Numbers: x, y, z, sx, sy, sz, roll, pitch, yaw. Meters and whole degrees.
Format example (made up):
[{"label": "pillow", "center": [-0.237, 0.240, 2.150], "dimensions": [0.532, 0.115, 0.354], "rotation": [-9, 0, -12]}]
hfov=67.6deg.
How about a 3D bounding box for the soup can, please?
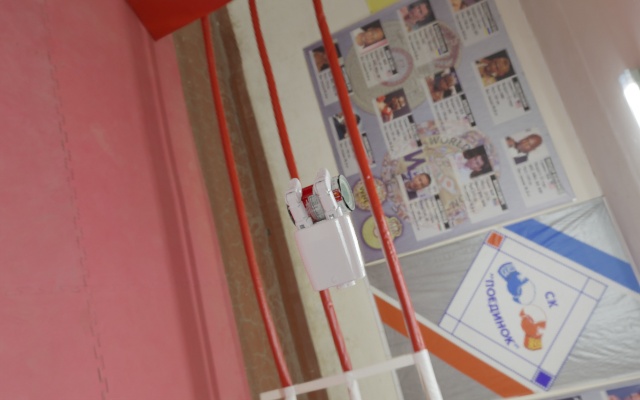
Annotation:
[{"label": "soup can", "center": [0.000, 0.002, 0.829], "dimensions": [0.102, 0.068, 0.068], "rotation": [-20, -6, 17]}]
